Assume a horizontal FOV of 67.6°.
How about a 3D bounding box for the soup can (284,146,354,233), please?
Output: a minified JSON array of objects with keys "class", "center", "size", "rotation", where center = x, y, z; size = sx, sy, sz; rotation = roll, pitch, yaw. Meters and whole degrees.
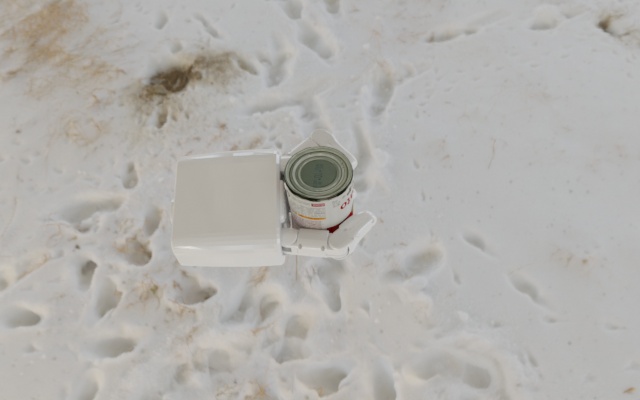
[{"class":"soup can","center":[0.001,0.002,0.489],"size":[0.068,0.068,0.102],"rotation":[0,-36,3]}]
